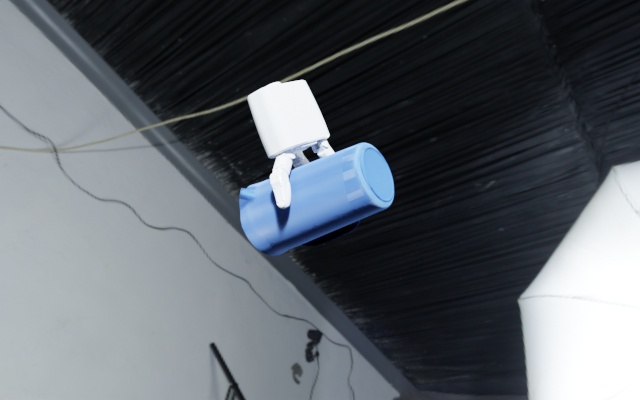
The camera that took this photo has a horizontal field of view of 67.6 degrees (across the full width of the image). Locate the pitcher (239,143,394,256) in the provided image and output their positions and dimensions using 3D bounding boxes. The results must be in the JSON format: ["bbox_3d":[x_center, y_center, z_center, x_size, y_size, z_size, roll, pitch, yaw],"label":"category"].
[{"bbox_3d":[0.000,0.002,0.793,0.243,0.145,0.149,-21,-1,32],"label":"pitcher"}]
